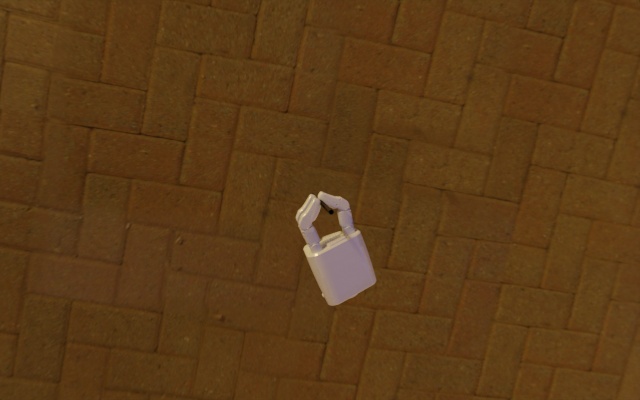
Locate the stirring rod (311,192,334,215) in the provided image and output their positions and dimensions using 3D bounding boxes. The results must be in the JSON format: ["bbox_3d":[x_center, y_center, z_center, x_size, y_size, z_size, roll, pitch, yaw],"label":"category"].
[{"bbox_3d":[0.000,0.003,0.867,0.011,0.011,0.239,0,7,-8],"label":"stirring rod"}]
